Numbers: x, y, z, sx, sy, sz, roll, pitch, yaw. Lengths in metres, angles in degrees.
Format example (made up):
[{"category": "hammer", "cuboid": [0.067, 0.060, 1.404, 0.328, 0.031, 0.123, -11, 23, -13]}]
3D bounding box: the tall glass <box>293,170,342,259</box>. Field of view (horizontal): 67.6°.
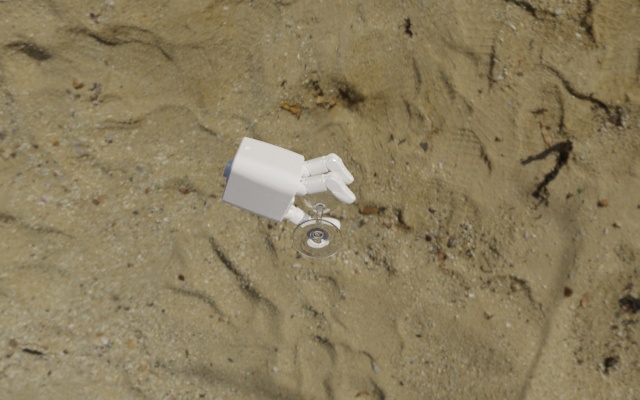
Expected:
[{"category": "tall glass", "cuboid": [0.000, 0.003, 0.788, 0.079, 0.079, 0.201, 0, 33, 4]}]
